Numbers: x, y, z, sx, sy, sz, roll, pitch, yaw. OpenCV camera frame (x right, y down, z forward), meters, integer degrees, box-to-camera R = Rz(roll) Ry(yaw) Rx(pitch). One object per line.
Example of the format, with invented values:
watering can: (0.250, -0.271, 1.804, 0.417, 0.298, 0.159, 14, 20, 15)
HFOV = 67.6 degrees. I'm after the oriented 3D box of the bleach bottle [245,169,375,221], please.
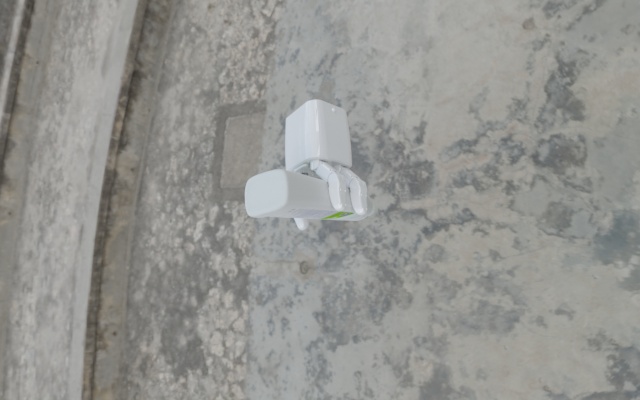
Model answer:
bleach bottle: (0.000, 0.003, 0.814, 0.102, 0.068, 0.251, -14, -16, 41)
